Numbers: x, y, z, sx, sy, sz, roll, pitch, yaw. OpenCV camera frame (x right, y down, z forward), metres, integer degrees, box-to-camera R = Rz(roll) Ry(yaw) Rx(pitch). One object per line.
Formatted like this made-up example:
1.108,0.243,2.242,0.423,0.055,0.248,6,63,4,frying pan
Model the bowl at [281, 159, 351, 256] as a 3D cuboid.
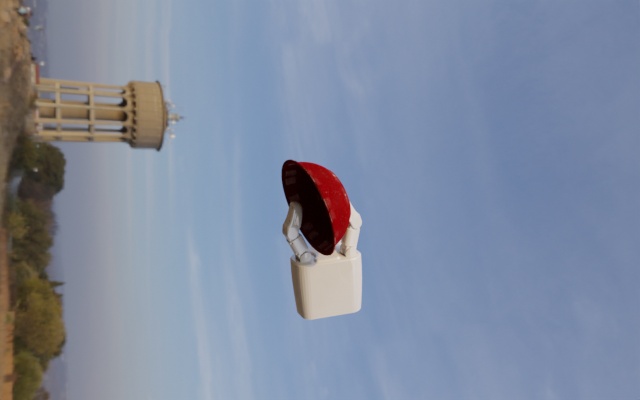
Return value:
0.000,0.001,0.747,0.055,0.162,0.162,-25,9,-21,bowl
